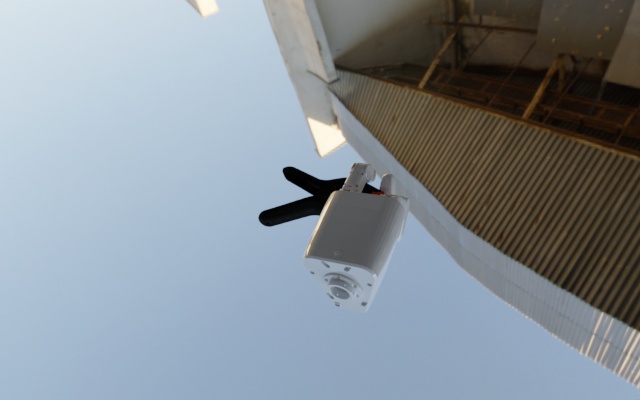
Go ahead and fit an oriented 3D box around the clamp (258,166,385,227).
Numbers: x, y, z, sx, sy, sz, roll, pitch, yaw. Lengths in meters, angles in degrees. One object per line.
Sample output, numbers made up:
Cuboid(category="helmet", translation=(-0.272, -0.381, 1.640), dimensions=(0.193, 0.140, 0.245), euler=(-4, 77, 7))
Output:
Cuboid(category="clamp", translation=(0.000, 0.003, 0.664), dimensions=(0.171, 0.120, 0.039), euler=(8, -41, 24))
